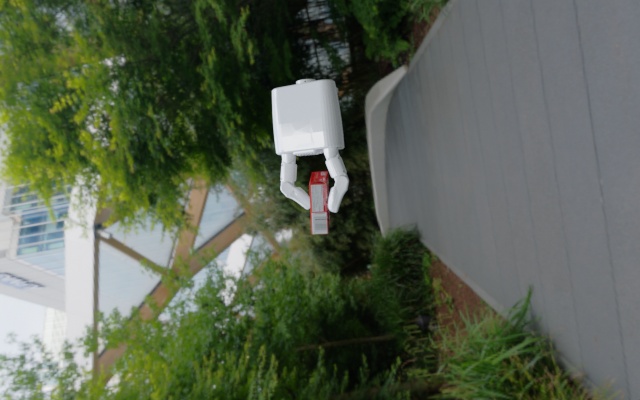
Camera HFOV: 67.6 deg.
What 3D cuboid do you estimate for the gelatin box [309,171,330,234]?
[{"bbox_3d":[0.000,0.003,0.788,0.030,0.089,0.073,-2,16,3],"label":"gelatin box"}]
